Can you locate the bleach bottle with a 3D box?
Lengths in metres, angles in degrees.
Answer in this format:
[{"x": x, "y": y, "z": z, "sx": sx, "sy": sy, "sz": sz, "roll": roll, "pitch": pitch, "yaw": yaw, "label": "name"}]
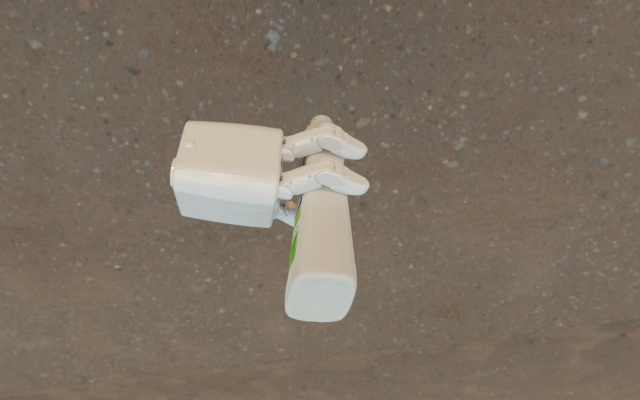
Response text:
[{"x": 0.000, "y": 0.002, "z": 0.547, "sx": 0.068, "sy": 0.250, "sz": 0.103, "roll": 5, "pitch": -40, "yaw": -6, "label": "bleach bottle"}]
